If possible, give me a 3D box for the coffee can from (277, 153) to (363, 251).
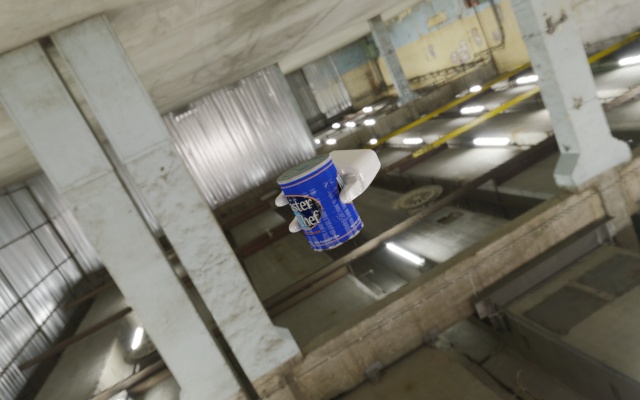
[{"bbox_3d":[0.000,0.003,0.836,0.103,0.140,0.102,-25,14,6],"label":"coffee can"}]
